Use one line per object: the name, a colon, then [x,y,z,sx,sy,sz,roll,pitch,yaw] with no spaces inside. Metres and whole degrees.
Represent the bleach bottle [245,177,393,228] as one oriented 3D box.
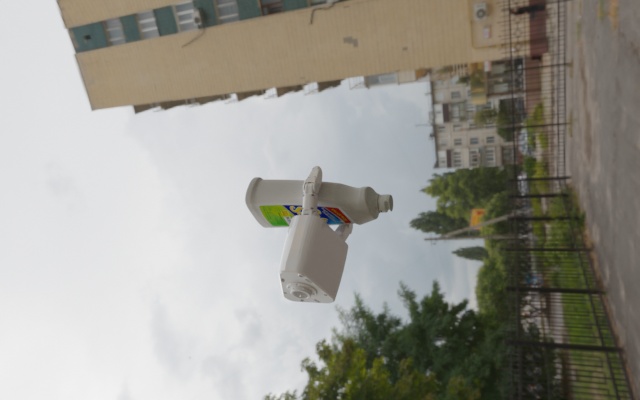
bleach bottle: [0.000,0.003,0.841,0.251,0.068,0.103,-2,-38,22]
